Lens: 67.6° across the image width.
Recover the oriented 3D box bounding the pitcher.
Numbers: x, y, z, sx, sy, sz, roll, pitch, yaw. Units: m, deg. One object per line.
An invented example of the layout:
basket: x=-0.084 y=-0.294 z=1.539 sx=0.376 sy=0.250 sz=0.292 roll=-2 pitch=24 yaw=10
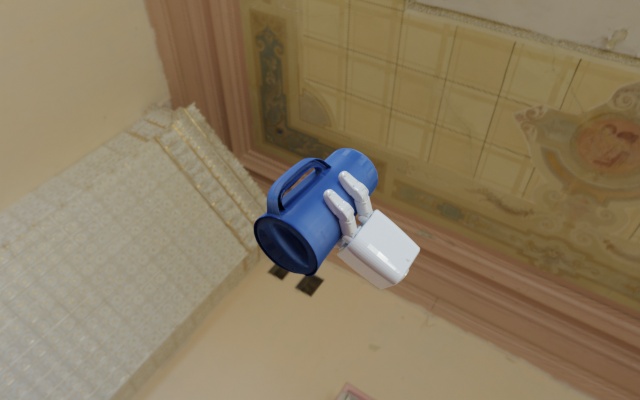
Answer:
pitcher: x=0.000 y=0.003 z=0.853 sx=0.242 sy=0.145 sz=0.149 roll=-48 pitch=-3 yaw=-36
